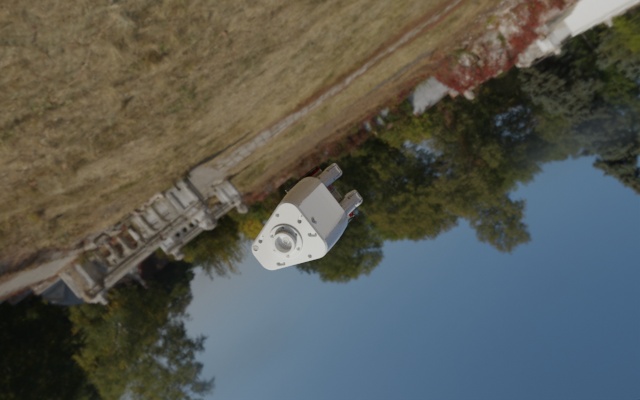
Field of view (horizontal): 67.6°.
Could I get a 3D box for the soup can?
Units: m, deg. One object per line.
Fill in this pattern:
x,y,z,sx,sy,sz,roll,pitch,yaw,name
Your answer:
0.000,0.003,0.783,0.068,0.102,0.068,-38,5,4,soup can
